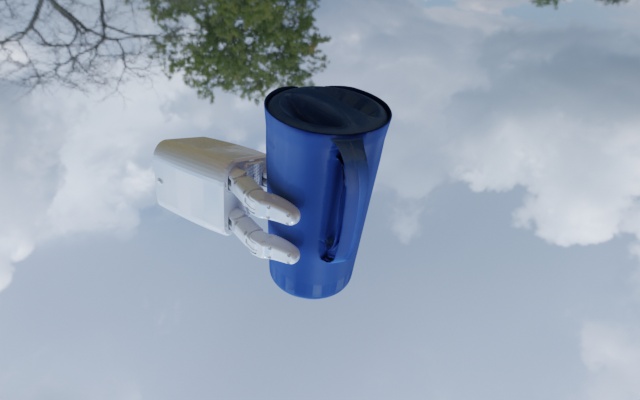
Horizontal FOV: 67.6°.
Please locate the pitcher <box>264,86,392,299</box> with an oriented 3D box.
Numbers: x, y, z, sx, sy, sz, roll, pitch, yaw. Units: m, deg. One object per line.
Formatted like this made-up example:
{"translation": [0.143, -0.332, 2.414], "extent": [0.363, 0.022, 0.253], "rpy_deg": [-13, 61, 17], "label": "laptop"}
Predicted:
{"translation": [0.000, 0.002, 0.550], "extent": [0.145, 0.243, 0.149], "rpy_deg": [20, 36, 20], "label": "pitcher"}
